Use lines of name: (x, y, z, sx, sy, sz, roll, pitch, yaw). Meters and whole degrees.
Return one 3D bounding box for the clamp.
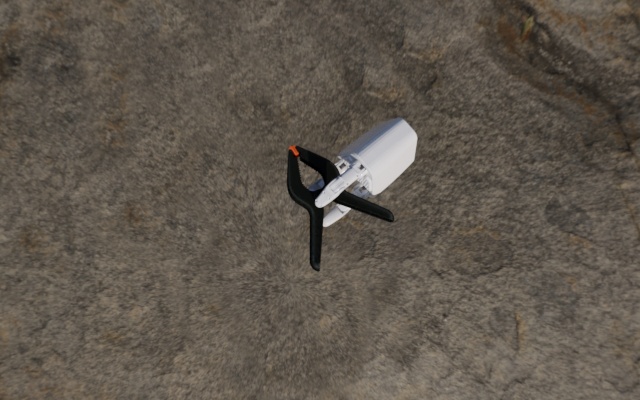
clamp: (0.000, 0.002, 0.804, 0.164, 0.210, 0.036, -39, -5, -13)
